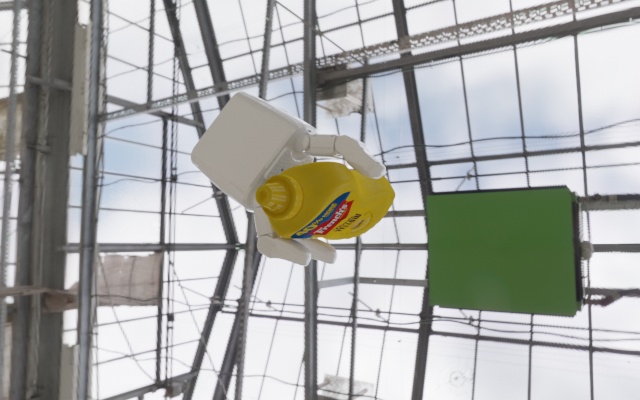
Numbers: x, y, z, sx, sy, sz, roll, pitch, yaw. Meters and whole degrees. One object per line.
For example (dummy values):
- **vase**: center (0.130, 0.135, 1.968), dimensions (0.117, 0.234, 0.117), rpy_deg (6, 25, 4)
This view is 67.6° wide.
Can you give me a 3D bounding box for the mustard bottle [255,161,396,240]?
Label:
- **mustard bottle**: center (0.000, 0.002, 0.492), dimensions (0.096, 0.058, 0.191), rpy_deg (-39, -23, 23)
